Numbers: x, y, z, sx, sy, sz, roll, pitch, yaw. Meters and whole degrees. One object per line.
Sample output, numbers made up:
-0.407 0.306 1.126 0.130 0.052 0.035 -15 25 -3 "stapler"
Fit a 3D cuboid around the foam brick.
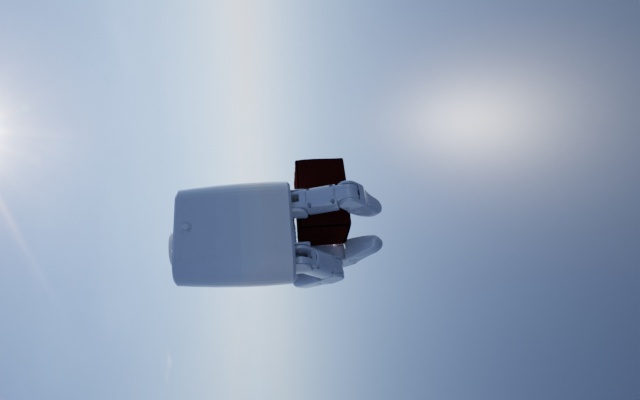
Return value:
0.000 0.001 0.494 0.051 0.078 0.053 -3 -26 -5 "foam brick"
